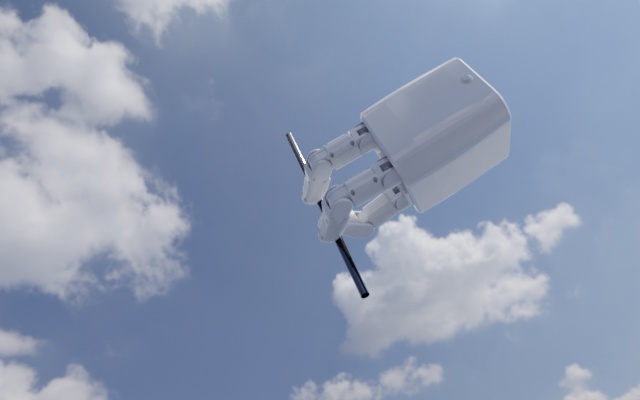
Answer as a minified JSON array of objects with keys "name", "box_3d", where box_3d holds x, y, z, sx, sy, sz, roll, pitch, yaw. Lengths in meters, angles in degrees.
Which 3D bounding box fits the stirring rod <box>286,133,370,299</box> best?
[{"name":"stirring rod","box_3d":[0.000,0.002,0.487,0.011,0.011,0.239,0,41,-25]}]
